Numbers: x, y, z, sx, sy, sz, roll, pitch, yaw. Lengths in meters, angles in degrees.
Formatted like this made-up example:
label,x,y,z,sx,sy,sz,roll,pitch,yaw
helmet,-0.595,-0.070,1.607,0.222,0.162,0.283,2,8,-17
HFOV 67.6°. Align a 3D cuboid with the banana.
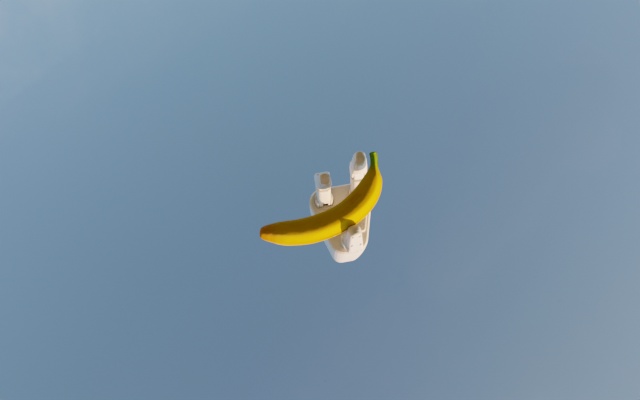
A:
label,x,y,z,sx,sy,sz,roll,pitch,yaw
banana,0.014,0.015,0.655,0.198,0.069,0.037,-35,-10,-8
